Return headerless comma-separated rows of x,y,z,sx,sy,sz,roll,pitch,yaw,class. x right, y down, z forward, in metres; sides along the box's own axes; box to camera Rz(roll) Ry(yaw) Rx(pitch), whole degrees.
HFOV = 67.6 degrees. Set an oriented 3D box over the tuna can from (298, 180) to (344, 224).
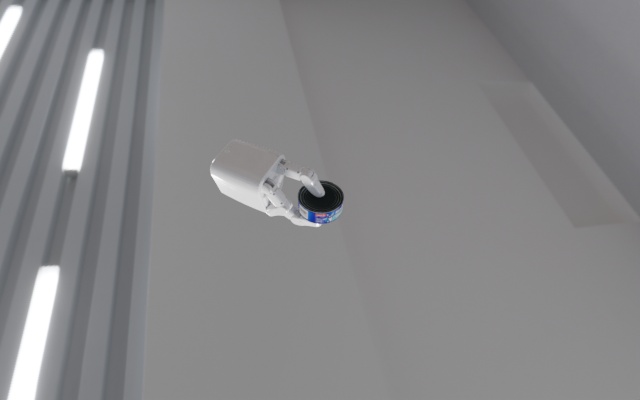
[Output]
0.000,0.003,0.893,0.086,0.086,0.034,1,-45,-1,tuna can
